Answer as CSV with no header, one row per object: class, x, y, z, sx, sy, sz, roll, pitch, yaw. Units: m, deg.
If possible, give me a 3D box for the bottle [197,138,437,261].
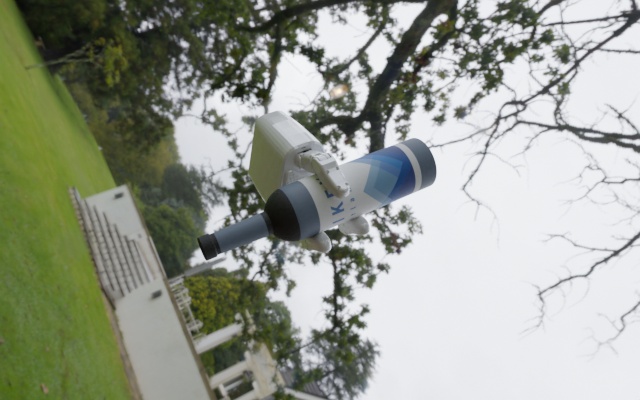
bottle,0.000,0.002,0.566,0.295,0.069,0.069,-22,8,-20
